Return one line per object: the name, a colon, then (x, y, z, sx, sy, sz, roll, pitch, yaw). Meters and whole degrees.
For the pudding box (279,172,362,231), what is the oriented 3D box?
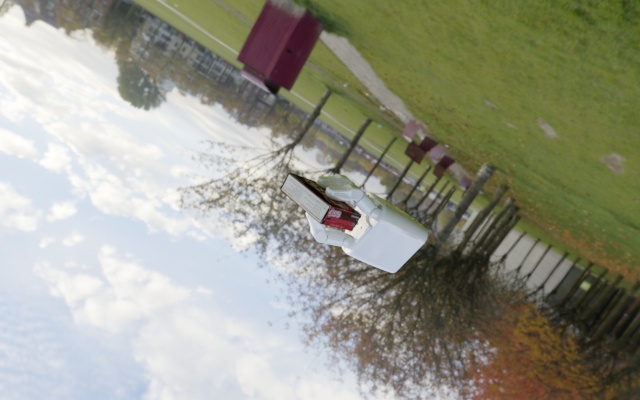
pudding box: (0.000, 0.003, 0.784, 0.113, 0.039, 0.090, 36, 11, 37)
